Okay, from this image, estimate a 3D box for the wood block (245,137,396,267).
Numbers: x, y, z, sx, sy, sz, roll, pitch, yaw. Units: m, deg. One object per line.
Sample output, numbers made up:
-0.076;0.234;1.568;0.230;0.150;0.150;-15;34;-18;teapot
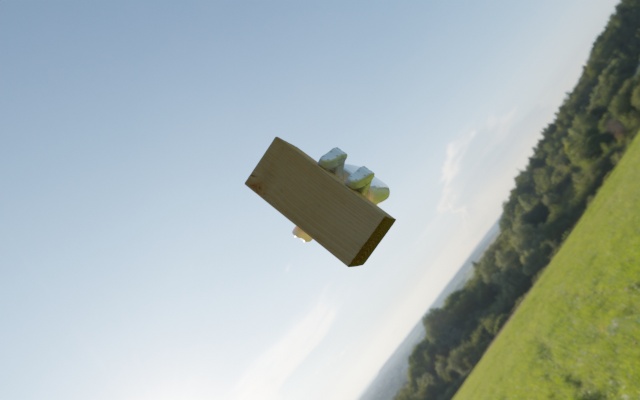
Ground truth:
0.000;0.003;0.727;0.206;0.091;0.090;37;8;19;wood block
